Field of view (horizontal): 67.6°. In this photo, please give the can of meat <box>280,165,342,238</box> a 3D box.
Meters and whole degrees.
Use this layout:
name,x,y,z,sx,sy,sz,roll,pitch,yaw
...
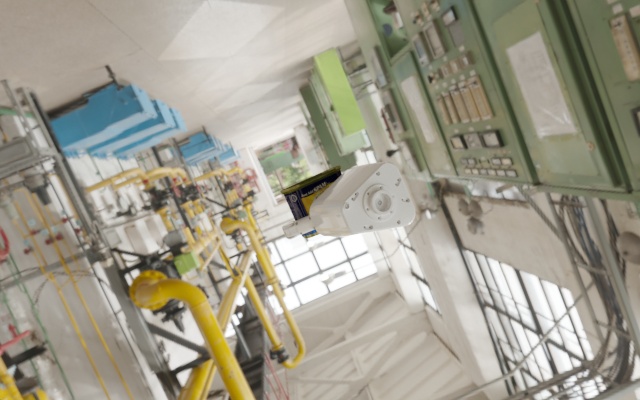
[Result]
name,x,y,z,sx,sy,sz,roll,pitch,yaw
can of meat,0.000,0.003,0.758,0.102,0.084,0.057,-26,6,-24
